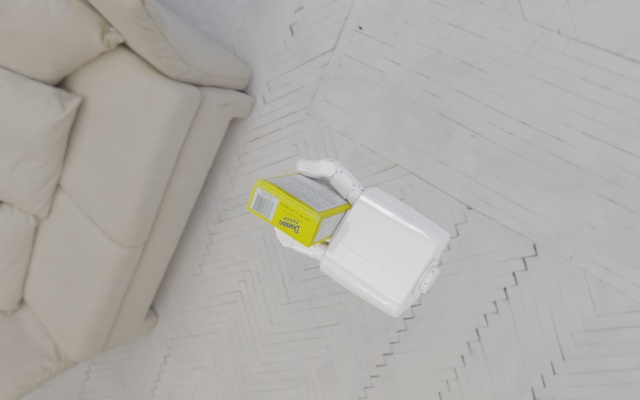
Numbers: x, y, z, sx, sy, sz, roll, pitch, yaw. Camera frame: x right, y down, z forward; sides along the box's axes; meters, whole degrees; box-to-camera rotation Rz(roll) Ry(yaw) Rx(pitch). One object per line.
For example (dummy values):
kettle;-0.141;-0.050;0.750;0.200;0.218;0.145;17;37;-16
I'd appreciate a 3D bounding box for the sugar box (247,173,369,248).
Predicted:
sugar box;0.000;0.003;0.593;0.093;0.048;0.176;31;19;23
